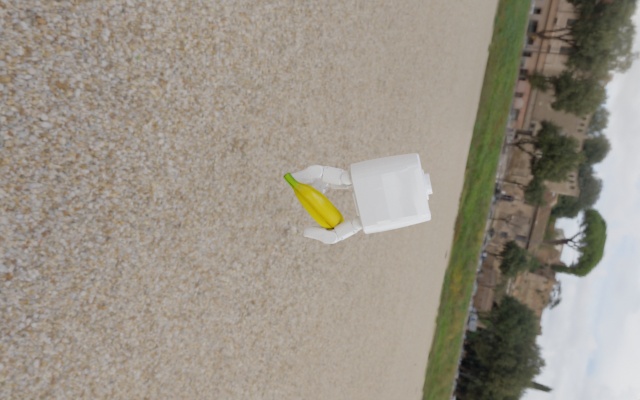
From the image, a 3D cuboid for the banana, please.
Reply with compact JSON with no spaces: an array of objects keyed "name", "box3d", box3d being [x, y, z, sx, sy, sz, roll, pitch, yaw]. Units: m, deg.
[{"name":"banana","box3d":[0.007,0.015,0.774,0.037,0.069,0.198,-33,-31,6]}]
